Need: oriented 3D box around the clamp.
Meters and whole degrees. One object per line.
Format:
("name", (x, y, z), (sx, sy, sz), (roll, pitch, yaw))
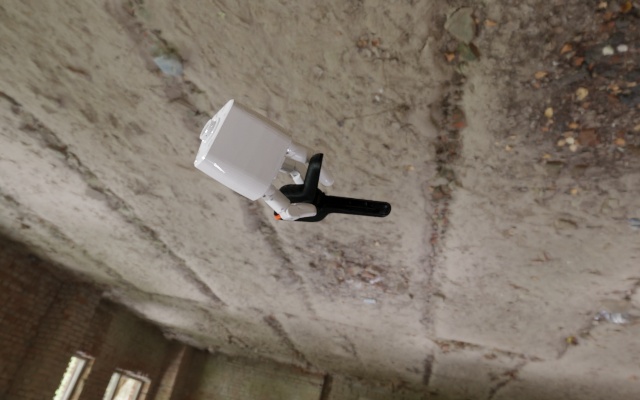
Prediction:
("clamp", (-0.001, 0.003, 0.781), (0.164, 0.036, 0.210), (31, -32, -24))
